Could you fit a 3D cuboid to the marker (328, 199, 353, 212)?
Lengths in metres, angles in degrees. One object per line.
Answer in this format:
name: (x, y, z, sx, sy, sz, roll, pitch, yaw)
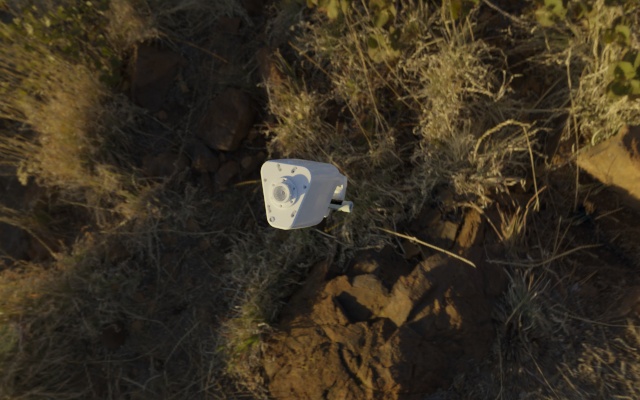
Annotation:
marker: (0.000, 0.003, 0.875, 0.121, 0.020, 0.020, 9, 4, 23)
